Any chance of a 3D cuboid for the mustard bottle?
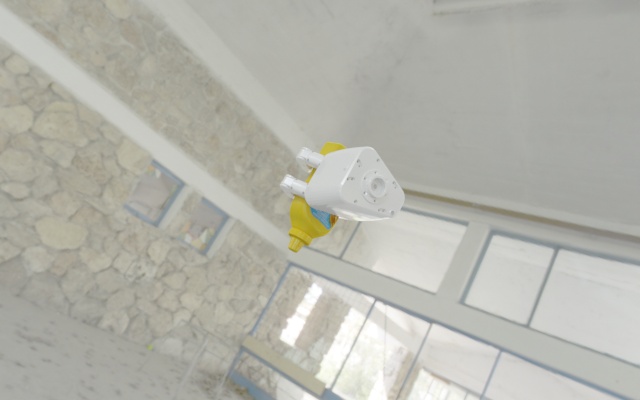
[{"bbox_3d":[0.000,0.002,0.811,0.058,0.191,0.096,15,-21,40],"label":"mustard bottle"}]
